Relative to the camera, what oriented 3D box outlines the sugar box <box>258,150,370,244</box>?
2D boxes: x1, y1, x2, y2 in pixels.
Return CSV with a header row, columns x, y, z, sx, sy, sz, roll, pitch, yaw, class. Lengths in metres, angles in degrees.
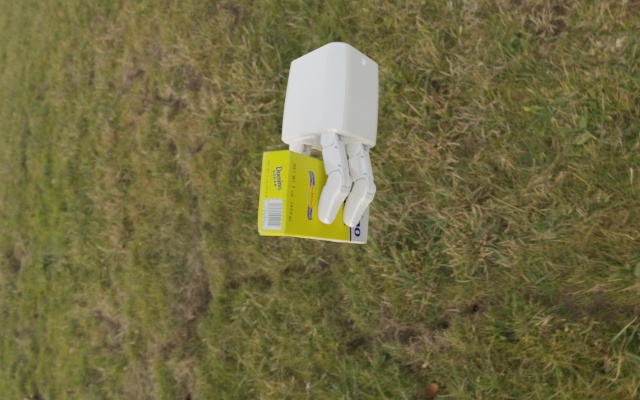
x,y,z,sx,sy,sz,roll,pitch,yaw,class
0.000,0.002,0.581,0.048,0.093,0.176,0,-6,38,sugar box
